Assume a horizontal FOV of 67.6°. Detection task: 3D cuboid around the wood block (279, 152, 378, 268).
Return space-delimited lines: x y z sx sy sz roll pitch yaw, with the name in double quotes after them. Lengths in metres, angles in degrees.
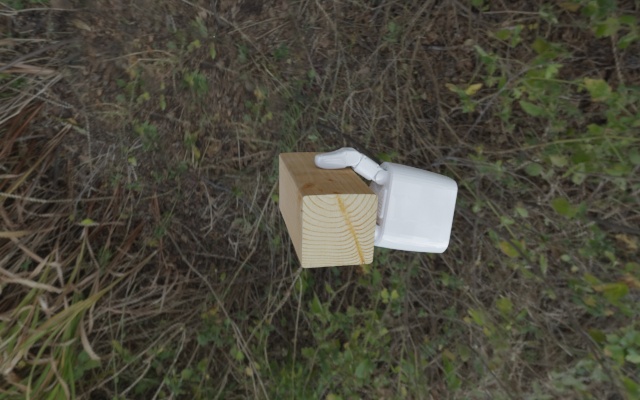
0.001 0.002 0.645 0.090 0.091 0.206 -2 19 -12 "wood block"
